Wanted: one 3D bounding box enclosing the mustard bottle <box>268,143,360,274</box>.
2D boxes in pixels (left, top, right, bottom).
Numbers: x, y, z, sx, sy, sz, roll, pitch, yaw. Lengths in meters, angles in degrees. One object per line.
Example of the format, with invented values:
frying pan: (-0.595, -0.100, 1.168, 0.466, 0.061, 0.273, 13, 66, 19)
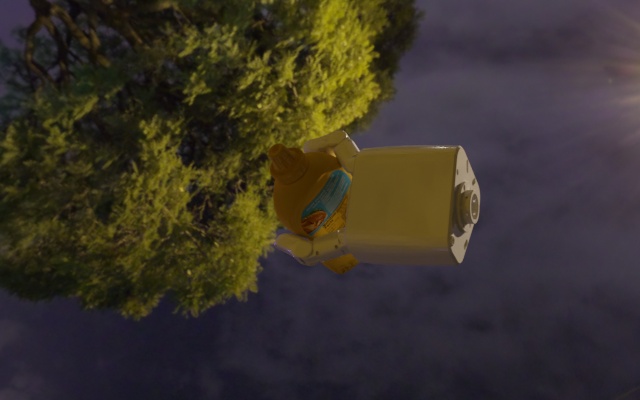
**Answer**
mustard bottle: (0.000, 0.002, 0.543, 0.058, 0.096, 0.192, 27, -16, 44)
